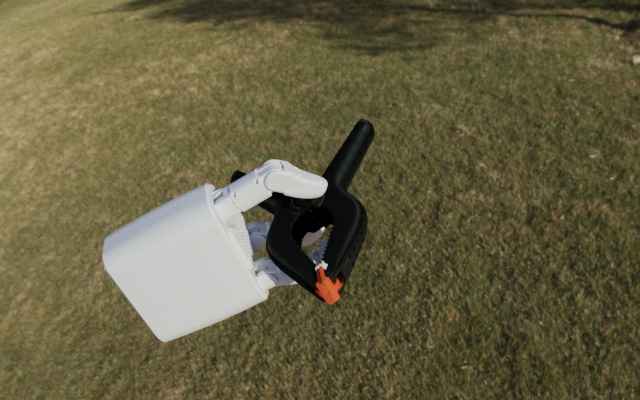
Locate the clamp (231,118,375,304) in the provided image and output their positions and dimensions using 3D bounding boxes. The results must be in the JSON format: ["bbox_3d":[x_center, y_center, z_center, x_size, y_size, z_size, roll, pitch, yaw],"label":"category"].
[{"bbox_3d":[0.000,0.001,0.448,0.164,0.036,0.209,-27,39,3],"label":"clamp"}]
